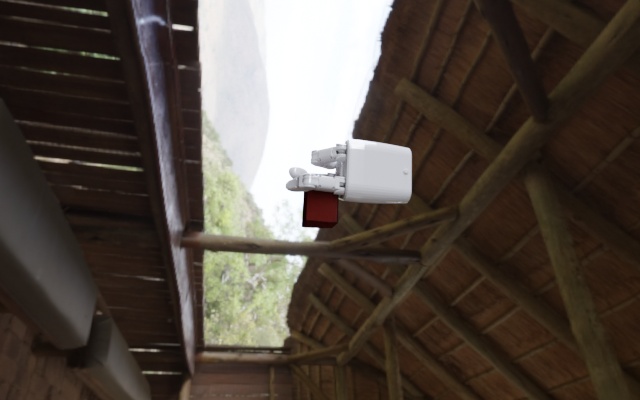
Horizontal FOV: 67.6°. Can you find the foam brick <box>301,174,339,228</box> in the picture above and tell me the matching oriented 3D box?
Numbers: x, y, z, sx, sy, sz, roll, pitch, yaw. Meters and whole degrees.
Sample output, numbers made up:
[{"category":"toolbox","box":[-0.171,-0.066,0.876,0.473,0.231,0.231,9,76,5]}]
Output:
[{"category":"foam brick","box":[0.000,0.003,0.763,0.051,0.078,0.053,5,-14,-9]}]
